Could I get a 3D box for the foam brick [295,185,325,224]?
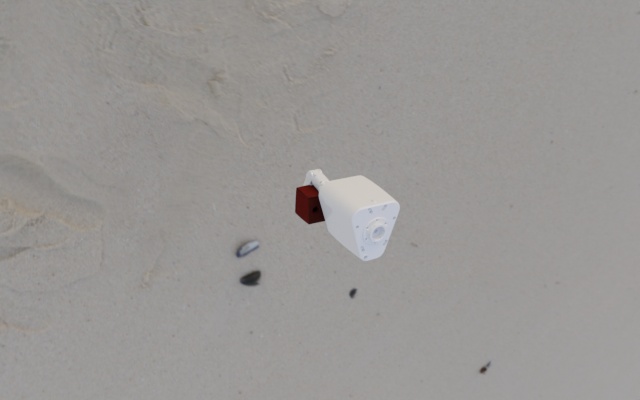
[{"bbox_3d":[0.000,0.003,0.856,0.078,0.053,0.051,-12,30,-25],"label":"foam brick"}]
